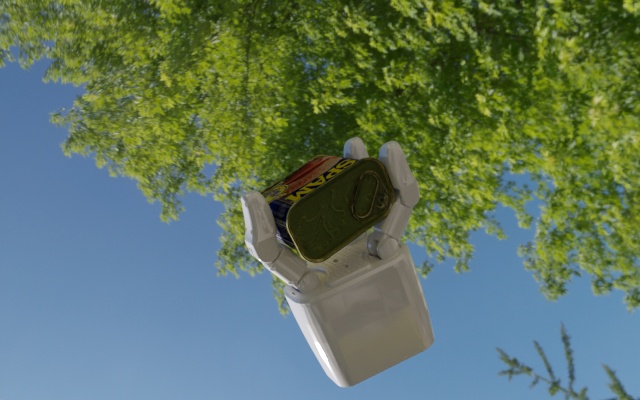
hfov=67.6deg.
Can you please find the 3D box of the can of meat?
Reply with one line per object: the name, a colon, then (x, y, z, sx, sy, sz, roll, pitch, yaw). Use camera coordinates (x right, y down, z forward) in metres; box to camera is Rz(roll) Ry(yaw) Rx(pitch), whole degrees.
can of meat: (0.000, 0.001, 0.425, 0.102, 0.057, 0.084, -34, 23, -20)
